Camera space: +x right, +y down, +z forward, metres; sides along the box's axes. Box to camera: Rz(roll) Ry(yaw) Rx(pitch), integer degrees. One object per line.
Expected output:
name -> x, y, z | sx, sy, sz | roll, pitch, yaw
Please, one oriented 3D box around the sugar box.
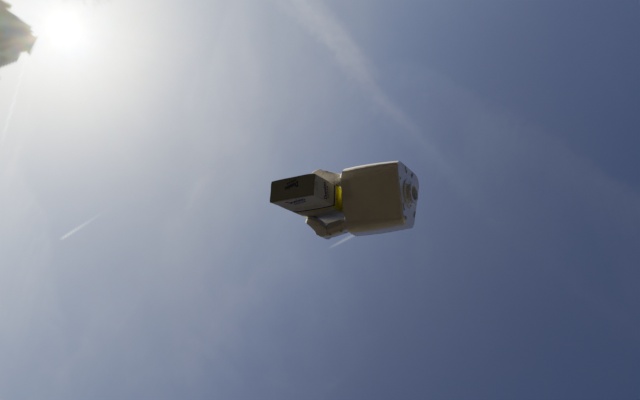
sugar box -> 0.000, 0.002, 0.853 | 0.093, 0.048, 0.176 | -9, -23, 32
